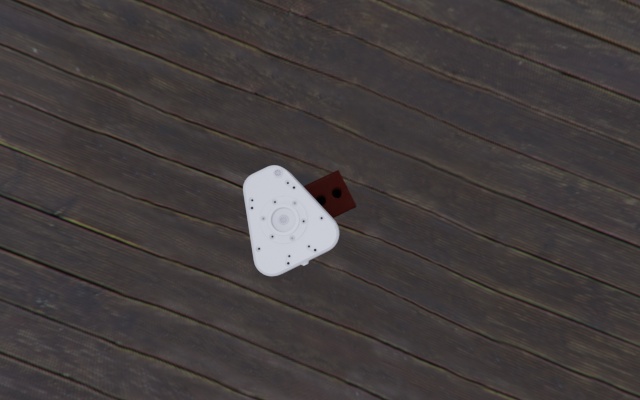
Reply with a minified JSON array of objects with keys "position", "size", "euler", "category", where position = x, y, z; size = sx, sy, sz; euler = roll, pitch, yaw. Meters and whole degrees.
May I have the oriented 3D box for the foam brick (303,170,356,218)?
[{"position":[0.000,0.002,0.614],"size":[0.078,0.053,0.051],"euler":[-26,-3,-3],"category":"foam brick"}]
